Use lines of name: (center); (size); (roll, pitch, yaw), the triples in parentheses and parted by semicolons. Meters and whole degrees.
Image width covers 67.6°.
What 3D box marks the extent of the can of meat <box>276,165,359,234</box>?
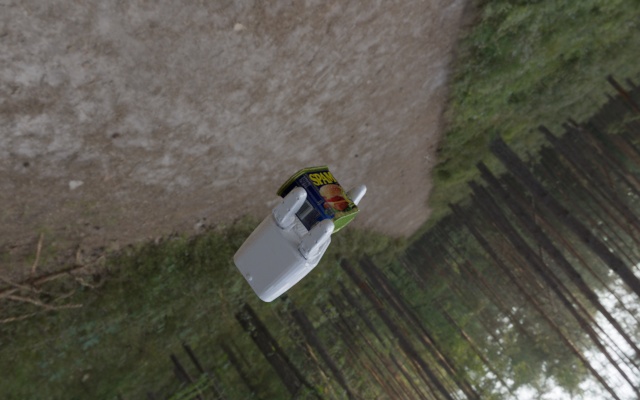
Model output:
can of meat: (0.000, 0.002, 0.667); (0.057, 0.084, 0.102); (-43, -13, 24)
